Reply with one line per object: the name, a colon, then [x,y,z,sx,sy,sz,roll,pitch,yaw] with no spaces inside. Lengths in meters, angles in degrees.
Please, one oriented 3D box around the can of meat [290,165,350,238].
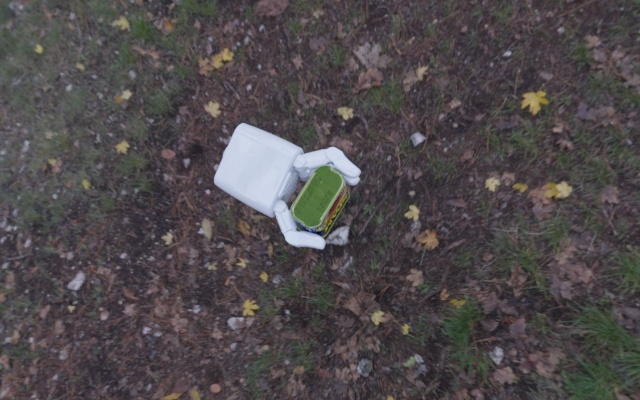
can of meat: [0.000,0.002,0.732,0.057,0.102,0.084,30,-8,12]
